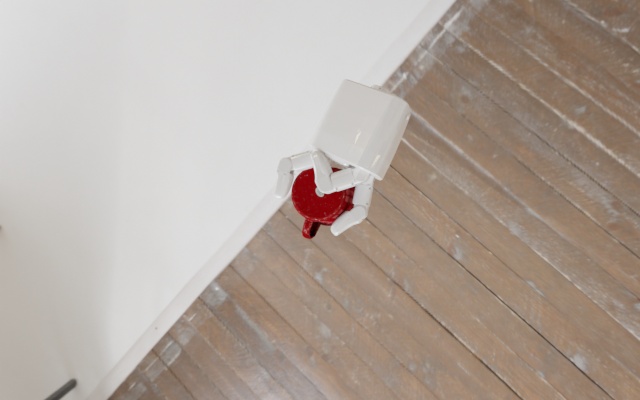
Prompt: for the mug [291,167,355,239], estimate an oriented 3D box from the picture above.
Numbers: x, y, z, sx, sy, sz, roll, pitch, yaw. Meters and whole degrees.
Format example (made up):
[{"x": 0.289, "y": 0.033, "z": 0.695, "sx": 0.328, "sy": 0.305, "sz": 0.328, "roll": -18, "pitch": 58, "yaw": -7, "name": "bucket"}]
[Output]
[{"x": -0.001, "y": 0.004, "z": 0.714, "sx": 0.093, "sy": 0.117, "sz": 0.081, "roll": 25, "pitch": 3, "yaw": 14, "name": "mug"}]
